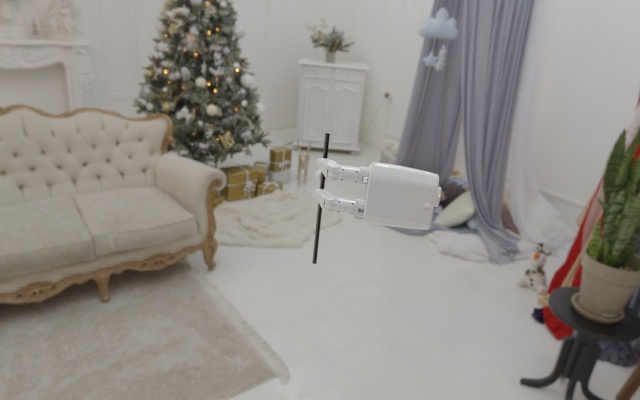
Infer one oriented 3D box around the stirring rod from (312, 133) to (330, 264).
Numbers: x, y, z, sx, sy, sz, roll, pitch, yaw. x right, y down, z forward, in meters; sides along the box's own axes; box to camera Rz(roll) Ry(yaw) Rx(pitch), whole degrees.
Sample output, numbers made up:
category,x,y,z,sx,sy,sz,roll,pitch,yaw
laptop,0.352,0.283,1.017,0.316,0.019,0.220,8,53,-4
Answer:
category,x,y,z,sx,sy,sz,roll,pitch,yaw
stirring rod,0.000,0.003,0.818,0.011,0.240,0.011,5,23,-2
